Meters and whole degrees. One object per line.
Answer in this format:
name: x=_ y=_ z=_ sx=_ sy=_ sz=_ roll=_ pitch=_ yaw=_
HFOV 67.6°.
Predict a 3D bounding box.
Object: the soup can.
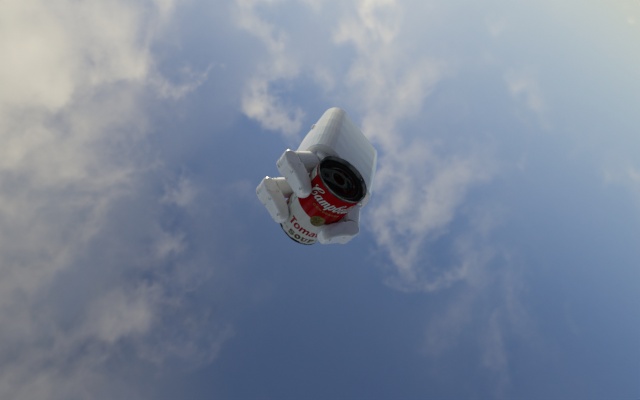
soup can: x=0.000 y=0.002 z=0.594 sx=0.068 sy=0.068 sz=0.102 roll=0 pitch=-34 yaw=-40
